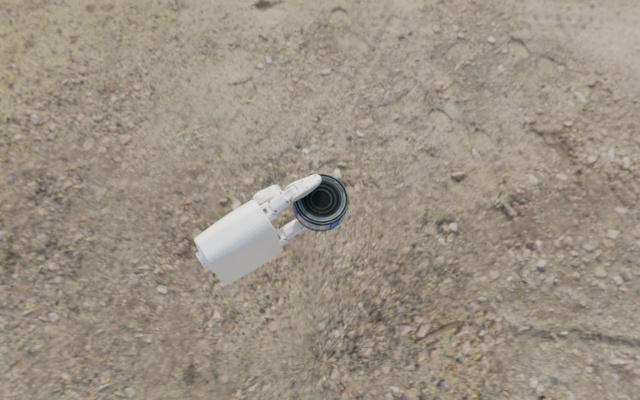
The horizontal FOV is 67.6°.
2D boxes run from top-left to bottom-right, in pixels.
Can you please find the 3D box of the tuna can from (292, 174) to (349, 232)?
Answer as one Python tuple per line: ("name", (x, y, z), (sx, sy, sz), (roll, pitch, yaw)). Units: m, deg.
("tuna can", (0.000, 0.002, 0.736), (0.086, 0.086, 0.034), (0, -22, -5))
